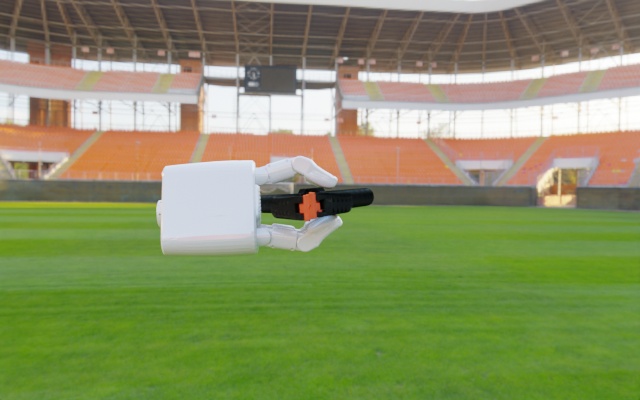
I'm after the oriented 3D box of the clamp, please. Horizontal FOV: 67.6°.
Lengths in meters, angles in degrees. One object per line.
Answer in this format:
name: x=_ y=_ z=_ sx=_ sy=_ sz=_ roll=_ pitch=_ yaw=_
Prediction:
clamp: x=0.000 y=0.001 z=0.580 sx=0.164 sy=0.036 sz=0.210 roll=-5 pitch=2 yaw=-6
